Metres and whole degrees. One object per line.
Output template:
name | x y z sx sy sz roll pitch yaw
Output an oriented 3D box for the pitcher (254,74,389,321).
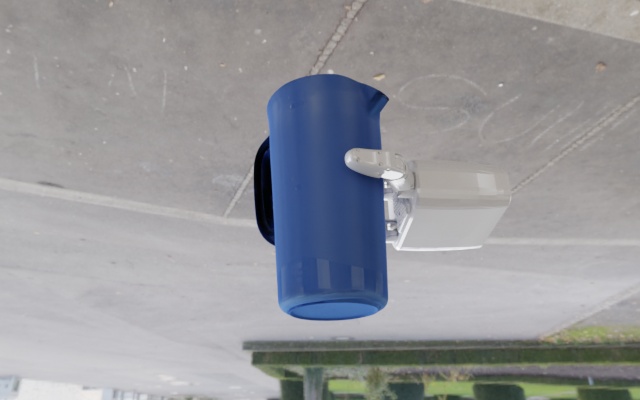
pitcher | 0.000 0.002 0.519 0.145 0.242 0.149 2 -25 -9
